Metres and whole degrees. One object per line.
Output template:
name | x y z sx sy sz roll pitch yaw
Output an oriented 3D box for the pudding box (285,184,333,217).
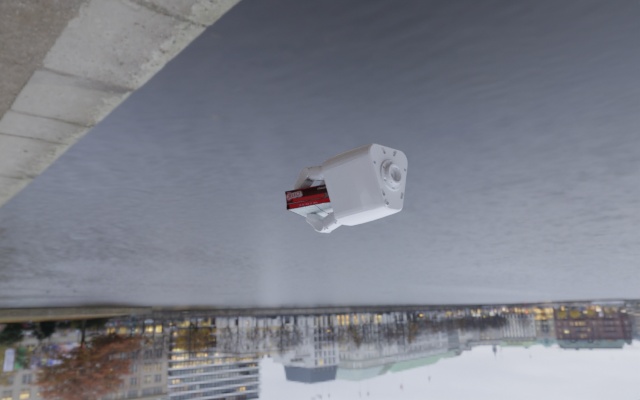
pudding box | 0.000 0.003 0.855 0.090 0.039 0.113 -9 -16 20
